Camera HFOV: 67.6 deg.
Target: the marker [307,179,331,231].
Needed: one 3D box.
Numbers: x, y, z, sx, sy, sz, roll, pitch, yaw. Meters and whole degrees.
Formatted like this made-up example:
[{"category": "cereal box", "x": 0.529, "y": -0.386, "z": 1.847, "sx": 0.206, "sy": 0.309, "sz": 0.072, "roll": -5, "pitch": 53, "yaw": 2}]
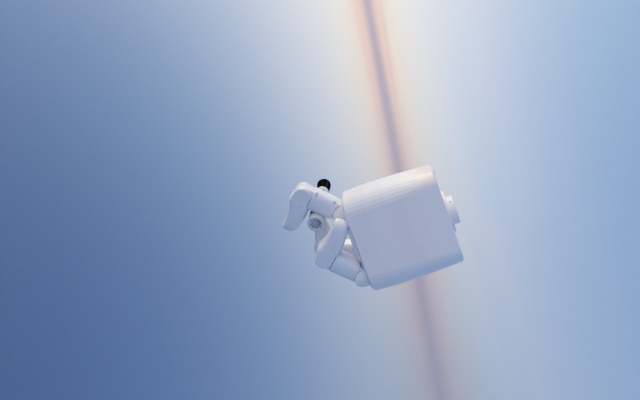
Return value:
[{"category": "marker", "x": 0.000, "y": 0.002, "z": 0.589, "sx": 0.020, "sy": 0.020, "sz": 0.121, "roll": 0, "pitch": 24, "yaw": 6}]
